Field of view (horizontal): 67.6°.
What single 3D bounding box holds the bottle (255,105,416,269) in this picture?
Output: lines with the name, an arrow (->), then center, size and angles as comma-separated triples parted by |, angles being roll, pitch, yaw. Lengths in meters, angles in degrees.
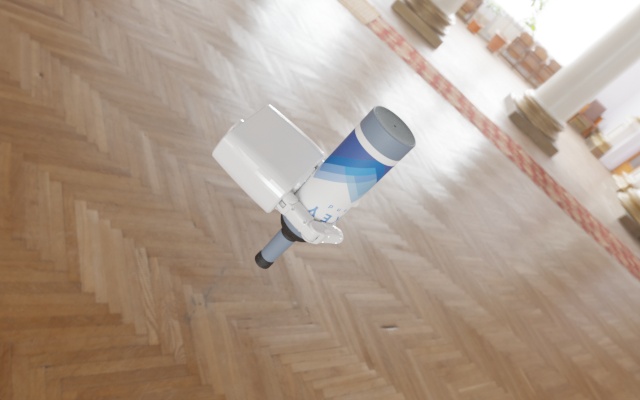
bottle -> 0.000, 0.002, 0.633 | 0.069, 0.069, 0.296 | 0, -37, -48
